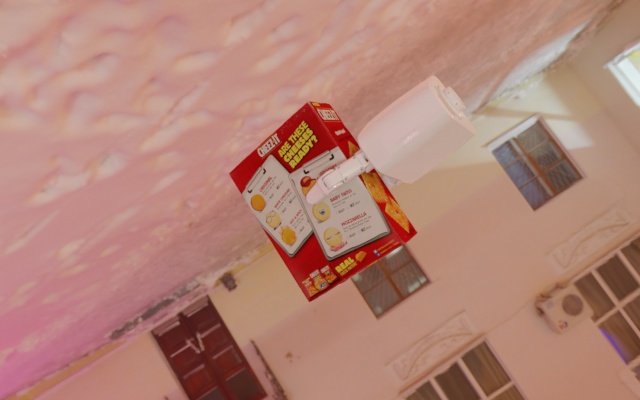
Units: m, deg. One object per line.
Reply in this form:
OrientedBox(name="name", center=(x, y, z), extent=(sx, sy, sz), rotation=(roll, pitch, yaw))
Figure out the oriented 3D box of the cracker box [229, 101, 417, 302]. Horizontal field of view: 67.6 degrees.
OrientedBox(name="cracker box", center=(0.000, 0.002, 0.644), extent=(0.164, 0.213, 0.072), rotation=(-37, -9, 27))
